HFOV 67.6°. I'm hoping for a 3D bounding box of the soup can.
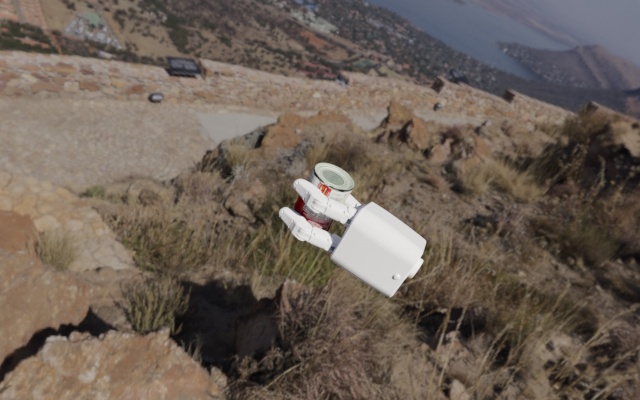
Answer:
[{"bbox_3d":[0.000,0.002,0.729,0.068,0.102,0.068,21,31,-13],"label":"soup can"}]
